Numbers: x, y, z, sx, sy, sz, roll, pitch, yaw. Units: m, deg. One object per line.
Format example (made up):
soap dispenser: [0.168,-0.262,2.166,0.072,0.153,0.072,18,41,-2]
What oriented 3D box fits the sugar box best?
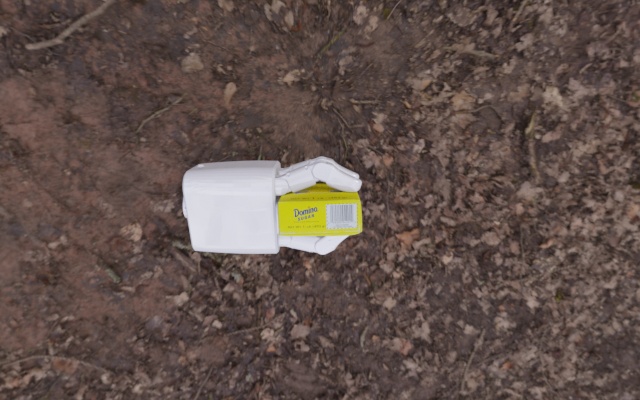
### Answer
sugar box: [0.000,0.001,0.604,0.093,0.048,0.176,-1,13,0]
